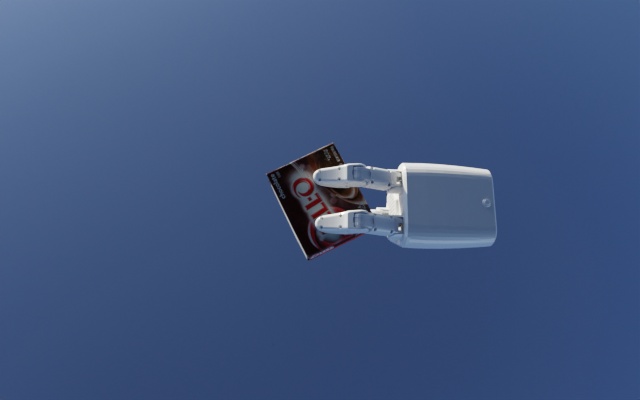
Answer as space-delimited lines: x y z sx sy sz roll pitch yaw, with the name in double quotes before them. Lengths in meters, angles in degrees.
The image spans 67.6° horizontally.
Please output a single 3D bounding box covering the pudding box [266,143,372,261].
"pudding box" 0.000 0.002 0.565 0.090 0.113 0.039 -26 -14 -9
